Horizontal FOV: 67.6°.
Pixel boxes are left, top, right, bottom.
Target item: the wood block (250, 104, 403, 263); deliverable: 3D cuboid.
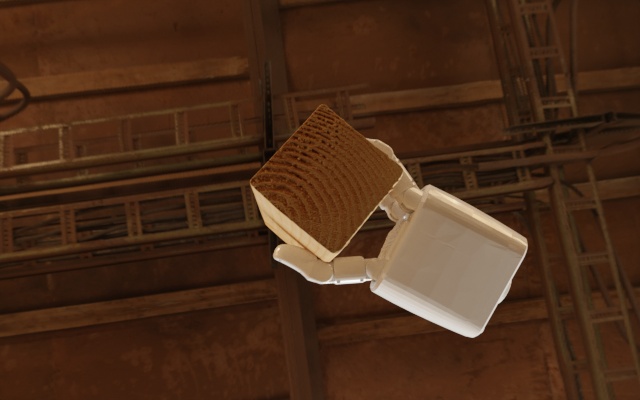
[{"bbox_3d":[0.000,0.002,0.471,0.090,0.091,0.206,40,-11,5],"label":"wood block"}]
